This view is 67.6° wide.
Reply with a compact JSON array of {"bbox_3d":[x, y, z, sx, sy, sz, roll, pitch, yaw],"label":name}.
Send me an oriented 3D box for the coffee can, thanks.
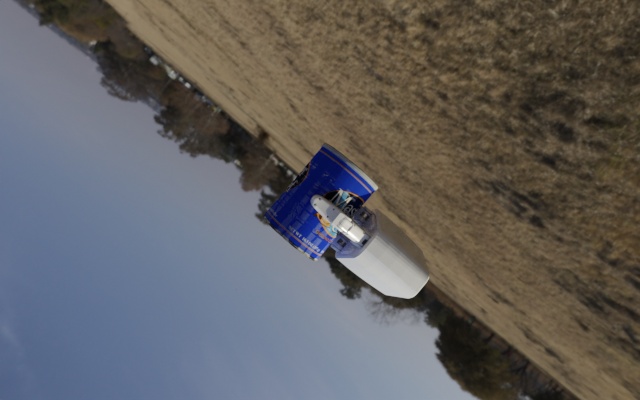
[{"bbox_3d":[0.000,0.002,0.696,0.103,0.140,0.103,40,0,0],"label":"coffee can"}]
